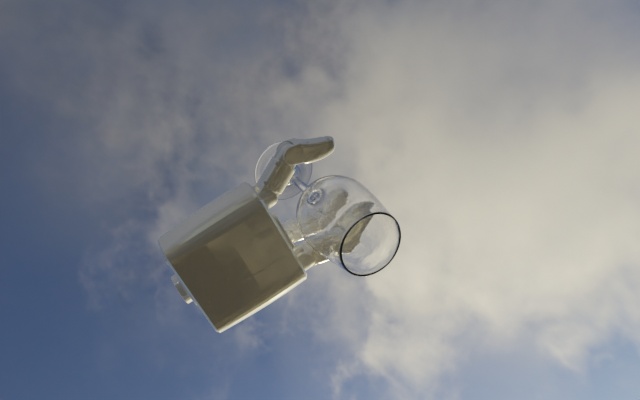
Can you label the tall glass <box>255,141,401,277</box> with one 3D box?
[{"bbox_3d":[0.000,0.001,0.489,0.079,0.079,0.201,0,22,-29],"label":"tall glass"}]
